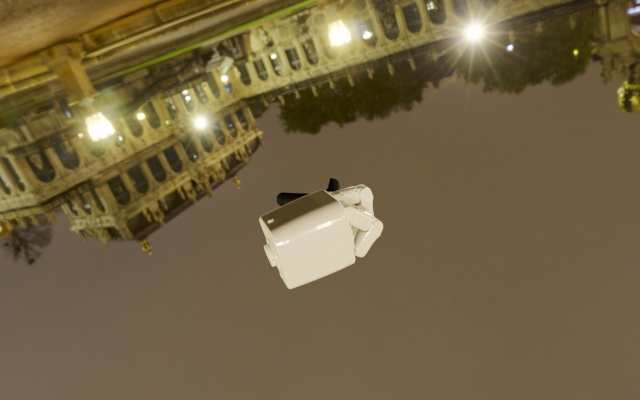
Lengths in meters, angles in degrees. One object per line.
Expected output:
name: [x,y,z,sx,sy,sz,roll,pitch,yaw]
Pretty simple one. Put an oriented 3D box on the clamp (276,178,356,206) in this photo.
clamp: [0.000,0.003,0.787,0.120,0.039,0.171,-20,19,-14]
